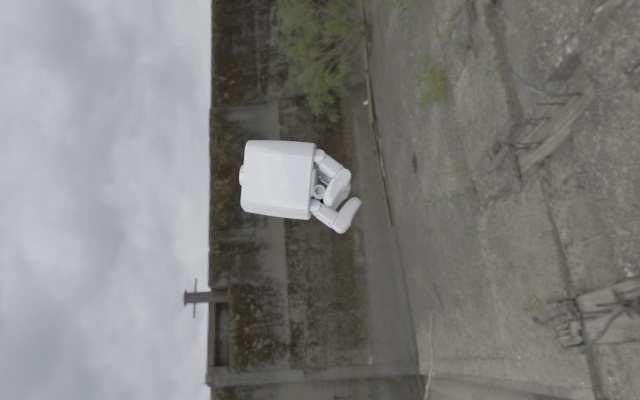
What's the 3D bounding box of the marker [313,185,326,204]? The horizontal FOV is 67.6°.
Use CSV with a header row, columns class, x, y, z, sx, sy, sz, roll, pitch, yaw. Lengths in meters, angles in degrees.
class,x,y,z,sx,sy,sz,roll,pitch,yaw
marker,0.000,0.003,0.763,0.020,0.020,0.121,0,-17,2
